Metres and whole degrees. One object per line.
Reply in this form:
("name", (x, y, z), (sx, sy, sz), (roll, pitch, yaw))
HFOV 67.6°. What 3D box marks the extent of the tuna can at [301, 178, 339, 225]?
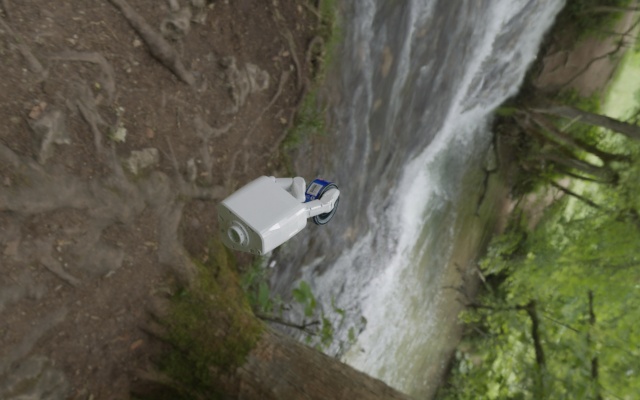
("tuna can", (0.001, 0.003, 0.897), (0.033, 0.086, 0.086), (19, 10, 29))
